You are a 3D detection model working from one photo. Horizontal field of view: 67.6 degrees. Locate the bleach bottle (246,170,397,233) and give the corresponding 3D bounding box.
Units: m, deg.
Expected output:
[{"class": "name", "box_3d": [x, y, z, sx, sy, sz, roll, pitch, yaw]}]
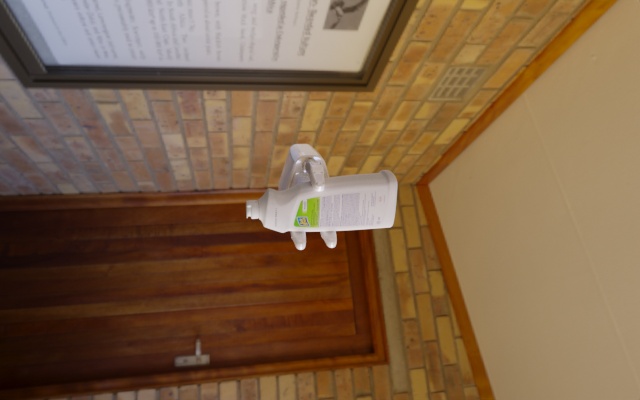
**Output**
[{"class": "bleach bottle", "box_3d": [0.000, 0.003, 0.815, 0.251, 0.103, 0.068, -2, 20, -11]}]
